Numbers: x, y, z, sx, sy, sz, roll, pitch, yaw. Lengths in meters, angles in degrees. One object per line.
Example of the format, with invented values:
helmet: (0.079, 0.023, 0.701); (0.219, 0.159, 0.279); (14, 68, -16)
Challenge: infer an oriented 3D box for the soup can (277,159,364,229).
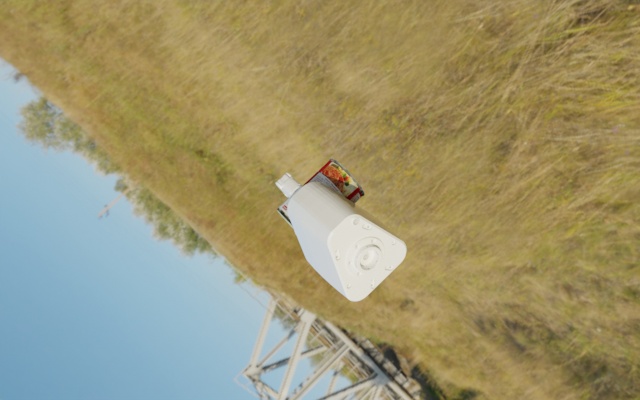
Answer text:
soup can: (0.000, 0.002, 0.647); (0.102, 0.068, 0.068); (-43, 5, -6)
